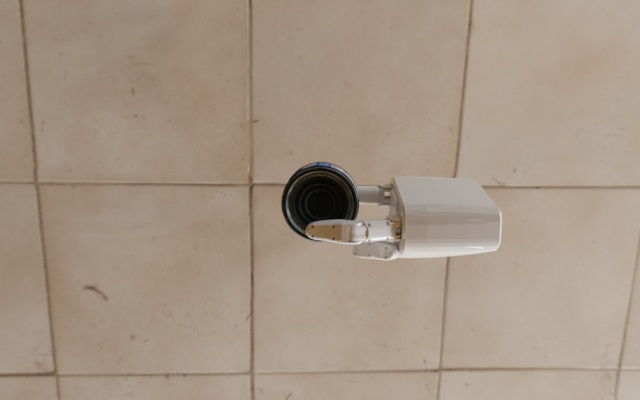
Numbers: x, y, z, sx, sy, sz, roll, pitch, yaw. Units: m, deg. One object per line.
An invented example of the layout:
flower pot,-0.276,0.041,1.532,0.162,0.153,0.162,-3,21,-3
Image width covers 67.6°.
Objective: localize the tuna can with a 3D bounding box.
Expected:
tuna can,0.000,0.002,0.526,0.086,0.086,0.033,0,11,3
